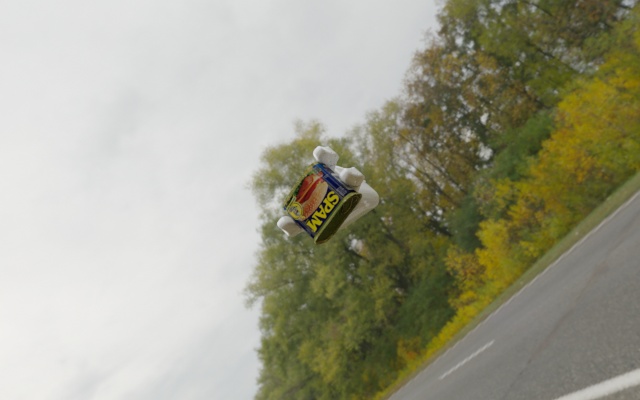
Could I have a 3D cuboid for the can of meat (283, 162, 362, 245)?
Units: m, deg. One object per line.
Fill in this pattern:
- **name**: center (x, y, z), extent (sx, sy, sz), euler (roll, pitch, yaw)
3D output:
- **can of meat**: center (0.000, 0.002, 0.743), extent (0.084, 0.102, 0.057), euler (43, 20, 20)
